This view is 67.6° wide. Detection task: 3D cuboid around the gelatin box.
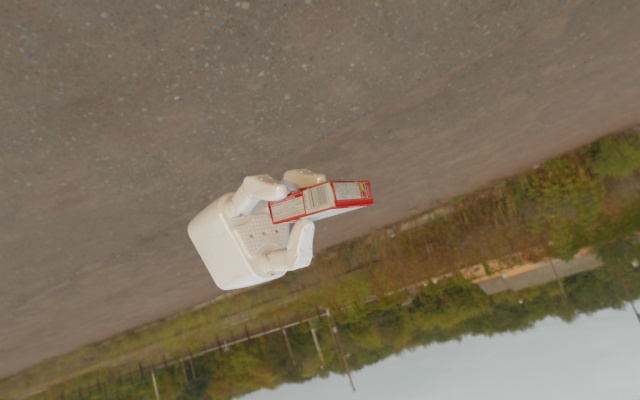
[{"bbox_3d":[0.000,0.002,0.512,0.089,0.030,0.073,-16,-8,37],"label":"gelatin box"}]
